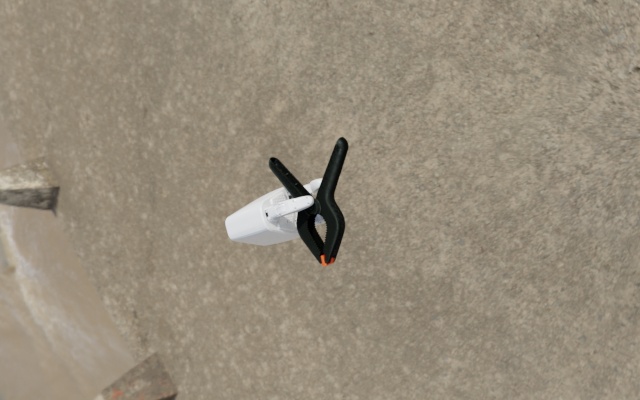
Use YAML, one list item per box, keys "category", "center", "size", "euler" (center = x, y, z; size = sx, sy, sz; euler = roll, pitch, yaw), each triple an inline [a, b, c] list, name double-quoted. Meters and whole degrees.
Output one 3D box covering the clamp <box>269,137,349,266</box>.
- category: "clamp"
  center: [0.000, 0.003, 0.800]
  size: [0.164, 0.210, 0.036]
  euler: [-20, -5, 37]
